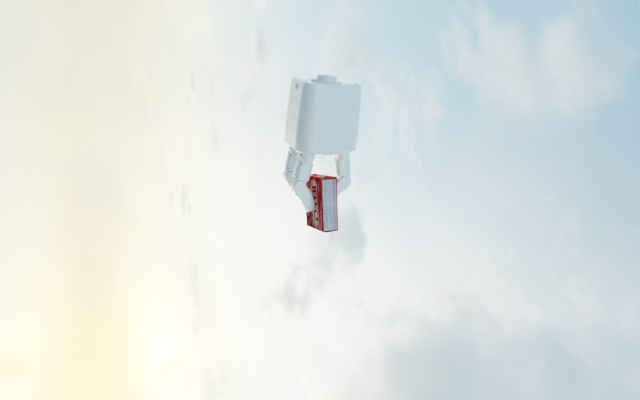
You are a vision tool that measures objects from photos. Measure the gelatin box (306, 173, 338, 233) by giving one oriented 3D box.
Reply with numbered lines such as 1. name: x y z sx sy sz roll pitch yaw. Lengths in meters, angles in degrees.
1. gelatin box: 0.001 0.003 0.779 0.030 0.089 0.073 -6 9 -23
